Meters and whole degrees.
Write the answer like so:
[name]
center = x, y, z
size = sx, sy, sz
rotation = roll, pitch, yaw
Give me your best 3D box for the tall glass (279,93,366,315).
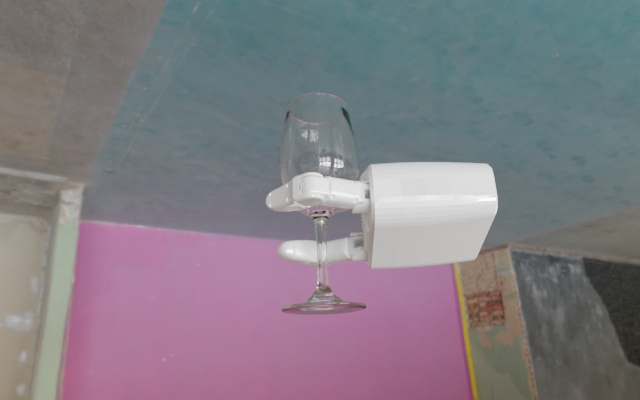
[tall glass]
center = 0.000, 0.002, 0.449
size = 0.079, 0.201, 0.079
rotation = -2, -19, -1
